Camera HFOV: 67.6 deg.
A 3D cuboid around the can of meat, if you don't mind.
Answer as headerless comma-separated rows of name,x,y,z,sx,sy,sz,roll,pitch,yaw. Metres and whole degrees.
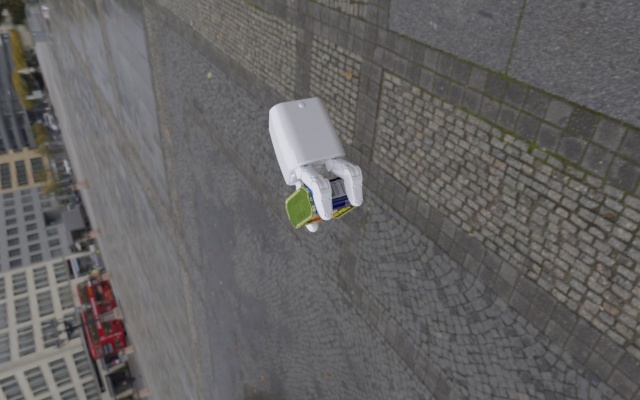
can of meat,0.000,0.003,0.762,0.084,0.057,0.102,-15,-10,-27
